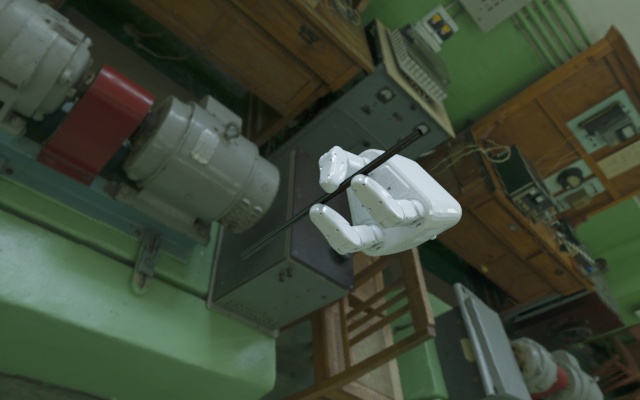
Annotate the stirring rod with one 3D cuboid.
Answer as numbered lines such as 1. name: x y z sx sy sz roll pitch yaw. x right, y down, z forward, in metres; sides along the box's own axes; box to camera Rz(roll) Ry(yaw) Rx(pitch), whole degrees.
1. stirring rod: 0.000 0.002 0.470 0.239 0.011 0.011 -35 -19 29
